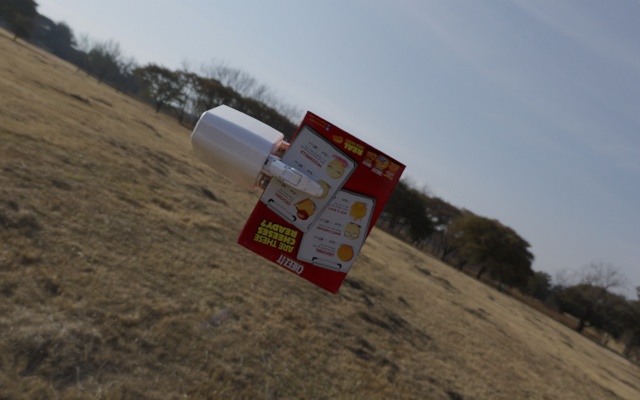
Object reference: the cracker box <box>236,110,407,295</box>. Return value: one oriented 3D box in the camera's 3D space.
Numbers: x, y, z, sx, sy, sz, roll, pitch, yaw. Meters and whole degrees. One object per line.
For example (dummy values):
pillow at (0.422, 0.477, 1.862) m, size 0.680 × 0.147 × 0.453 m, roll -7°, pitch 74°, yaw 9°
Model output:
cracker box at (0.000, 0.002, 0.704) m, size 0.164 × 0.213 × 0.072 m, roll 29°, pitch 2°, yaw -4°
